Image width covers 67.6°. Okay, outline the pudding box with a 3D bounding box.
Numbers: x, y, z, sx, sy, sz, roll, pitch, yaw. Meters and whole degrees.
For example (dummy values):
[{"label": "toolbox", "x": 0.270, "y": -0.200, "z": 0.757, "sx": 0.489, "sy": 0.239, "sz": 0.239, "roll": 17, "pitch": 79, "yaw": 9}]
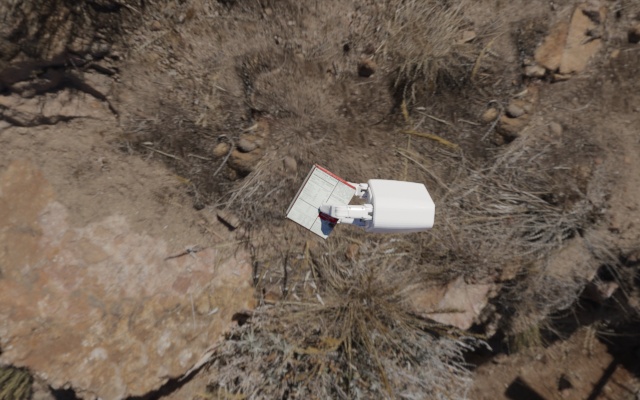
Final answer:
[{"label": "pudding box", "x": 0.000, "y": 0.003, "z": 0.875, "sx": 0.090, "sy": 0.113, "sz": 0.039, "roll": 30, "pitch": 6, "yaw": -6}]
